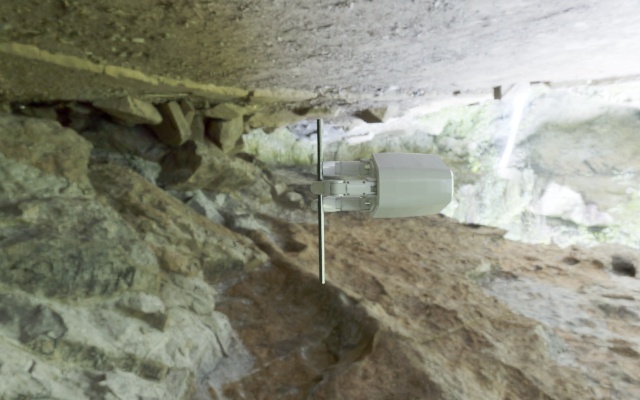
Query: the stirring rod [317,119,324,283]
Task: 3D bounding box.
[{"bbox_3d":[0.000,0.002,0.701,0.011,0.239,0.011,-1,4,0],"label":"stirring rod"}]
